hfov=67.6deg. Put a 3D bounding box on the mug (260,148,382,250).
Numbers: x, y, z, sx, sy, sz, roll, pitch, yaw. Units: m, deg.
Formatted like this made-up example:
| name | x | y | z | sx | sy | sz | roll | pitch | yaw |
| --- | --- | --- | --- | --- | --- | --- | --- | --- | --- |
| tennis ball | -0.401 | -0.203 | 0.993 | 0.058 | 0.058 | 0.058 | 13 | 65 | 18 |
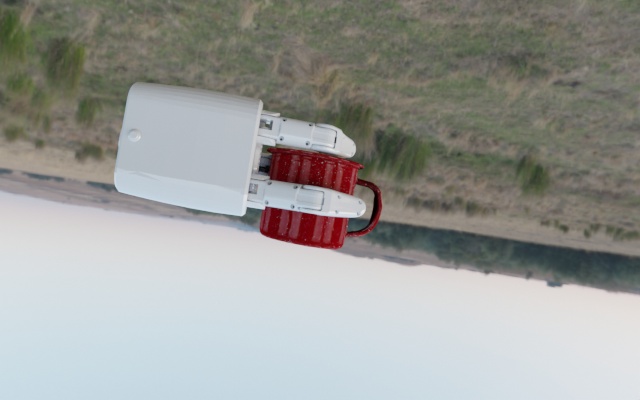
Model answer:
| name | x | y | z | sx | sy | sz | roll | pitch | yaw |
| --- | --- | --- | --- | --- | --- | --- | --- | --- | --- |
| mug | 0.001 | 0.002 | 0.453 | 0.117 | 0.081 | 0.093 | 10 | 0 | -5 |
